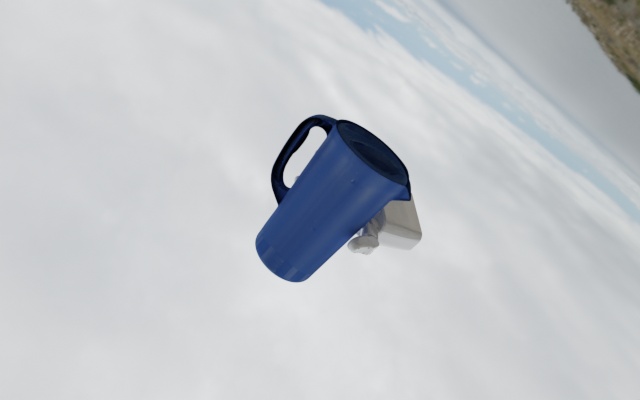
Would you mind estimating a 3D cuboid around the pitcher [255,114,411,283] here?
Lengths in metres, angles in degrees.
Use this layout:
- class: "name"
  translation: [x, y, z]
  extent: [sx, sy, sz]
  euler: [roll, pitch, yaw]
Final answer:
- class: "pitcher"
  translation: [0.000, 0.002, 0.710]
  extent: [0.145, 0.149, 0.243]
  euler: [18, -56, -40]
